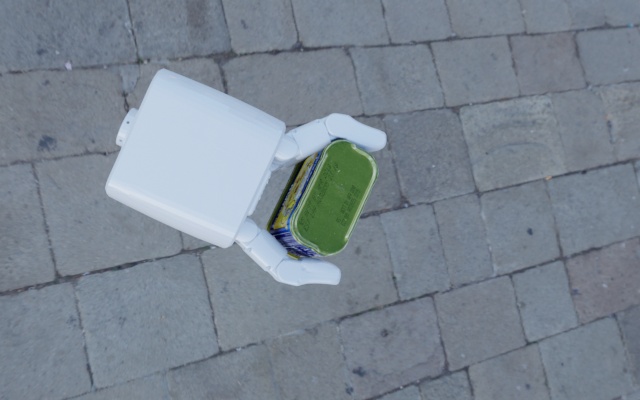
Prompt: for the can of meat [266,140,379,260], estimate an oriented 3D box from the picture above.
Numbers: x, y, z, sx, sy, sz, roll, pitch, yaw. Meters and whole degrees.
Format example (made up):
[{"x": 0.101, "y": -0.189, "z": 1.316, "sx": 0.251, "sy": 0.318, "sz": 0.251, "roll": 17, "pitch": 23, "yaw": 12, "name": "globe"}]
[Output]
[{"x": 0.000, "y": 0.001, "z": 0.425, "sx": 0.057, "sy": 0.102, "sz": 0.084, "roll": 28, "pitch": -15, "yaw": -13, "name": "can of meat"}]
